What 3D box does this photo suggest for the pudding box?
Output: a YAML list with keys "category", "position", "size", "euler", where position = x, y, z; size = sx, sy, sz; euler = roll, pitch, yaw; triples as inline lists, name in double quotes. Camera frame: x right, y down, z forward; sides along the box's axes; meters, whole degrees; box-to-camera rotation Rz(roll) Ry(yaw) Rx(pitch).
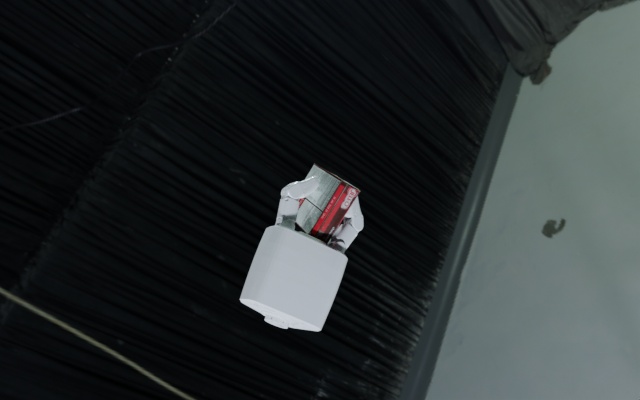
- category: "pudding box"
  position: [0.000, 0.002, 0.692]
  size: [0.039, 0.090, 0.113]
  euler: [31, 3, -28]
